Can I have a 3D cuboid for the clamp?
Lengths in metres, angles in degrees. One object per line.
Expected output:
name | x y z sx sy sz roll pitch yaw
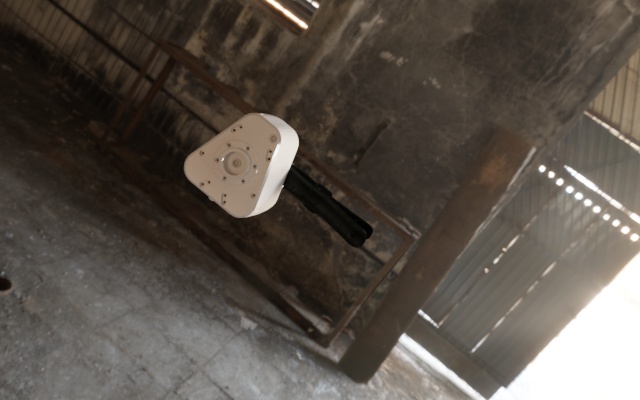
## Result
clamp | 0.000 0.001 0.616 0.171 0.039 0.120 36 1 -1
